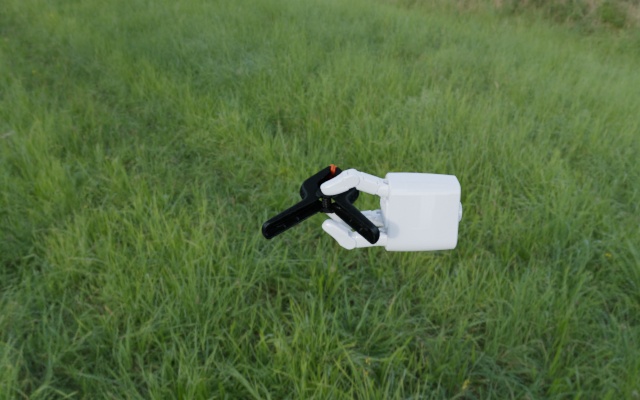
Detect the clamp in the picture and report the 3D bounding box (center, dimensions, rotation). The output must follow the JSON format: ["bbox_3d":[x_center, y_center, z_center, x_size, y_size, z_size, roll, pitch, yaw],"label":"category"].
[{"bbox_3d":[0.000,0.001,0.734,0.164,0.036,0.209,0,30,1],"label":"clamp"}]
